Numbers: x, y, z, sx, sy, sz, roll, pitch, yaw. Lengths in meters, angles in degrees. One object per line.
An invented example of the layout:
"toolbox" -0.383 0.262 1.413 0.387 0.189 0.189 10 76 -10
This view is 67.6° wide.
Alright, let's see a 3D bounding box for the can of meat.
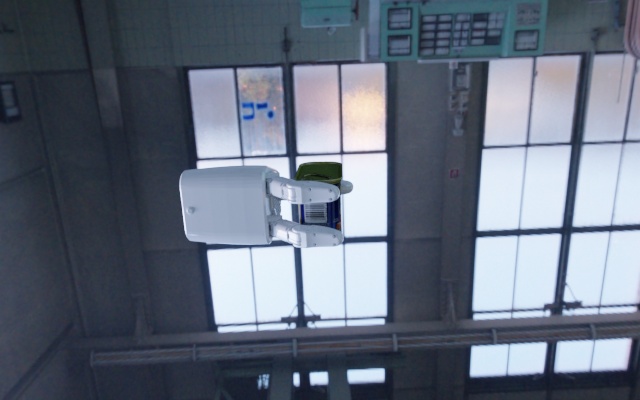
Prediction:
"can of meat" 0.000 0.002 0.603 0.057 0.084 0.102 -1 17 2
